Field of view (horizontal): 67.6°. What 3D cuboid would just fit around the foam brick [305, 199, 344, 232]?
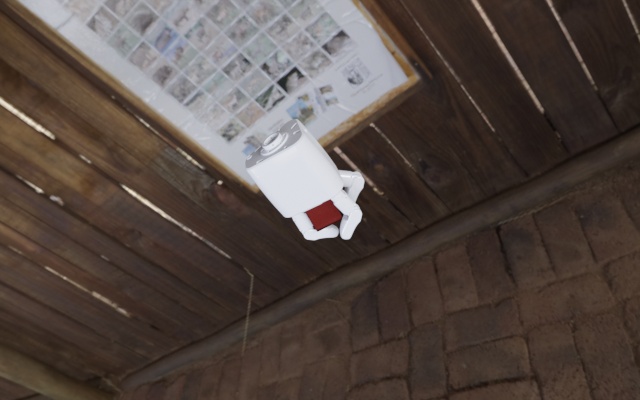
[{"bbox_3d":[0.000,0.003,0.787,0.053,0.051,0.078,-28,31,4],"label":"foam brick"}]
